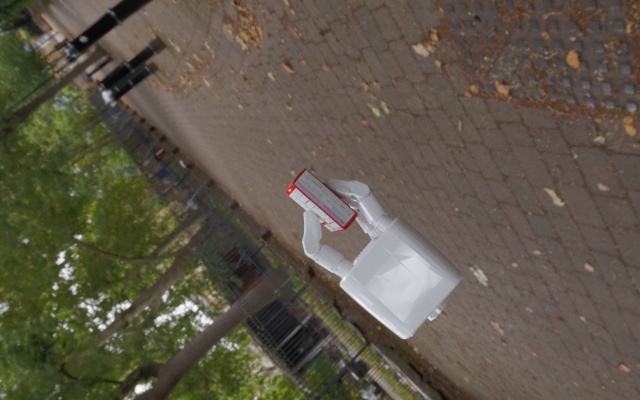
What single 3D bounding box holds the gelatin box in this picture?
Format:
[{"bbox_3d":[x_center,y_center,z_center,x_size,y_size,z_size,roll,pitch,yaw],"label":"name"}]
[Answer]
[{"bbox_3d":[0.000,0.002,0.614,0.089,0.030,0.073,40,-12,-4],"label":"gelatin box"}]
